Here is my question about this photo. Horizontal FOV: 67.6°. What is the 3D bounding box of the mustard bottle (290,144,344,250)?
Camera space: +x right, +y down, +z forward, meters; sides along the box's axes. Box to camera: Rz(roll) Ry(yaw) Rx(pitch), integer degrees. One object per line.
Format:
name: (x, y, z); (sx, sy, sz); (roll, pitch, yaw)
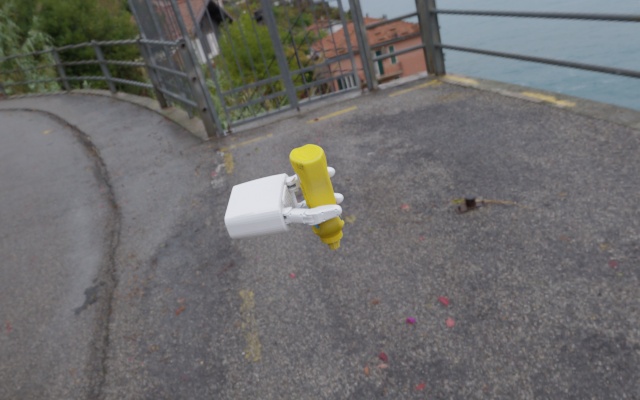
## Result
mustard bottle: (0.000, 0.002, 0.839); (0.058, 0.192, 0.096); (-21, 24, -9)
